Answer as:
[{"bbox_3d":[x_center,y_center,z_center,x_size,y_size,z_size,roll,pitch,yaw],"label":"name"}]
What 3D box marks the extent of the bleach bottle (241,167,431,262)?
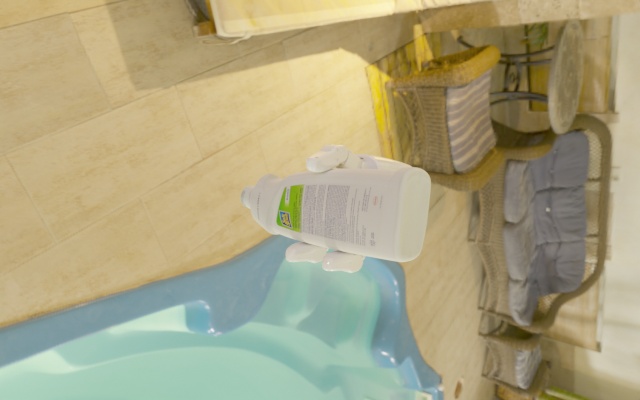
[{"bbox_3d":[0.000,0.002,0.568,0.251,0.102,0.068,9,4,38],"label":"bleach bottle"}]
